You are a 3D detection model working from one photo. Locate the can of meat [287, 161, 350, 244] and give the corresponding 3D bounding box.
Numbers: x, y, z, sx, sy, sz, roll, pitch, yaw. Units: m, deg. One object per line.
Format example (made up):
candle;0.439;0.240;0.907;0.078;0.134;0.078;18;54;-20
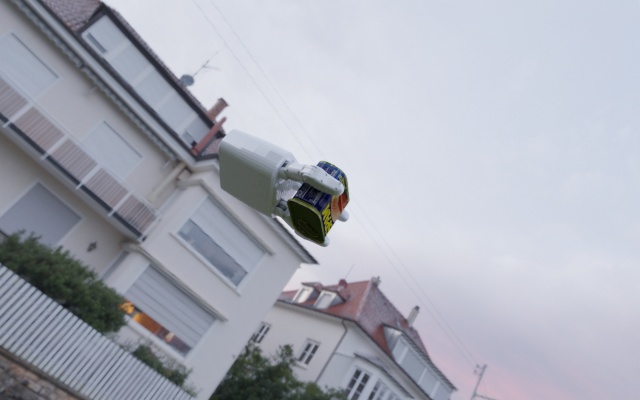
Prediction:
can of meat;0.000;0.002;0.719;0.057;0.084;0.102;25;-27;21
